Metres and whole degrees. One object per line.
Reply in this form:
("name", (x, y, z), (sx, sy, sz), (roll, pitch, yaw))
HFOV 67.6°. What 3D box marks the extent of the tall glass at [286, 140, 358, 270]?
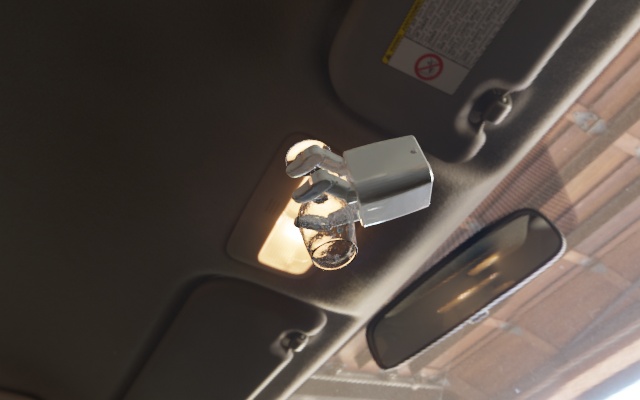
("tall glass", (0.000, 0.002, 0.686), (0.079, 0.079, 0.200), (0, 44, -15))
